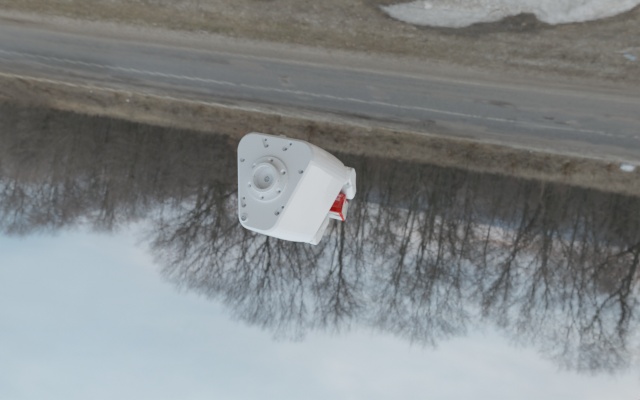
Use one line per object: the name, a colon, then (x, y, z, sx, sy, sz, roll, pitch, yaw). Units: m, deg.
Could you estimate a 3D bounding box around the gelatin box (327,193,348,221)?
gelatin box: (0.000, 0.003, 0.678, 0.073, 0.030, 0.089, 13, -7, 8)
